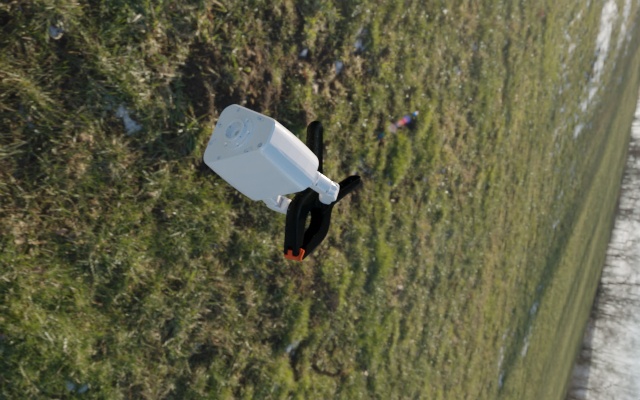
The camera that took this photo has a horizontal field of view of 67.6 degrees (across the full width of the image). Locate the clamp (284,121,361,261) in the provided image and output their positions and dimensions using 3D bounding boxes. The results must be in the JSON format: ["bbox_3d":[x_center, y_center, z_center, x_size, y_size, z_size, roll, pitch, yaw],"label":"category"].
[{"bbox_3d":[0.000,0.003,0.762,0.036,0.210,0.165,5,-21,37],"label":"clamp"}]
